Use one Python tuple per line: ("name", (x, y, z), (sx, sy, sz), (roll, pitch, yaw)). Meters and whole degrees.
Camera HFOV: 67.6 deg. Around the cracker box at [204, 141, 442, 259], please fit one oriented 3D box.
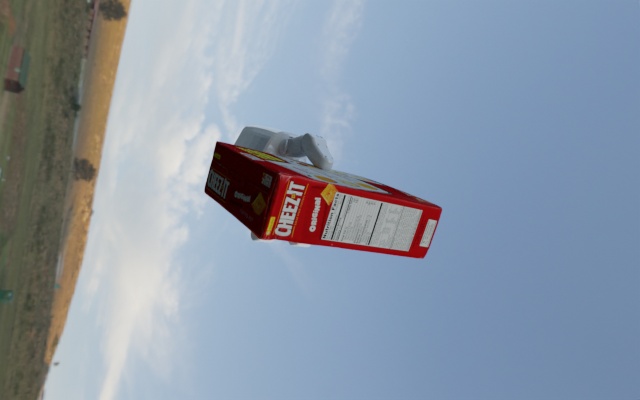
("cracker box", (0.000, 0.002, 0.537), (0.214, 0.072, 0.164), (10, 10, -34))
